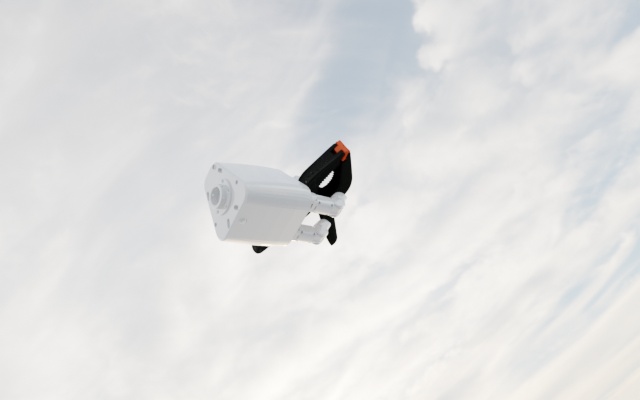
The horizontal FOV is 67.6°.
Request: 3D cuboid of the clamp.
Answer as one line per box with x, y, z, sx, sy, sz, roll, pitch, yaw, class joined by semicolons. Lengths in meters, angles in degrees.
0.000;0.001;0.747;0.164;0.210;0.036;4;36;-44;clamp
